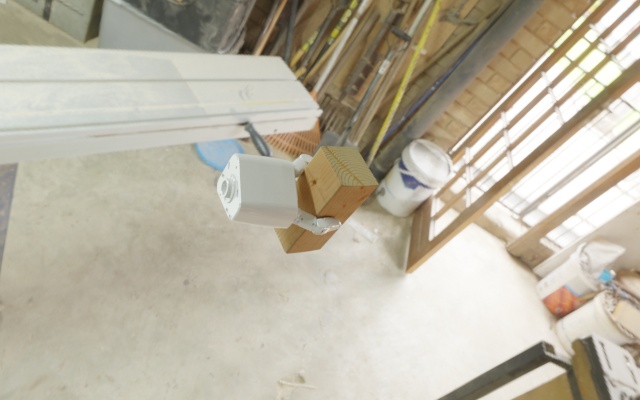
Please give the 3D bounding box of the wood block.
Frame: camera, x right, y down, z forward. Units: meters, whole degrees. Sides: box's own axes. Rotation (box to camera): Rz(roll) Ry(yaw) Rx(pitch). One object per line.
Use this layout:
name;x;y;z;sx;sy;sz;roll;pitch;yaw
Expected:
wood block;0.000;0.003;0.886;0.090;0.090;0.206;-3;-36;-40
